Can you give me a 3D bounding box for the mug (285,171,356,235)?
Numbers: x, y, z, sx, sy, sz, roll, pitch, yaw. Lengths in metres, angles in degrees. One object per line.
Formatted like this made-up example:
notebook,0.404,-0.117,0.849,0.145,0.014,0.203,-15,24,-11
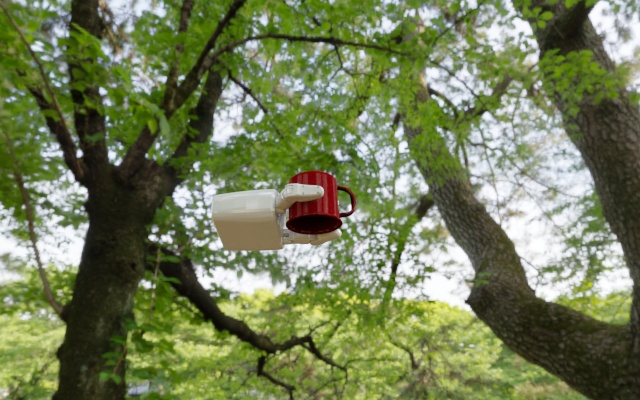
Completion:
mug,0.002,0.002,0.790,0.117,0.081,0.093,-3,-24,3
